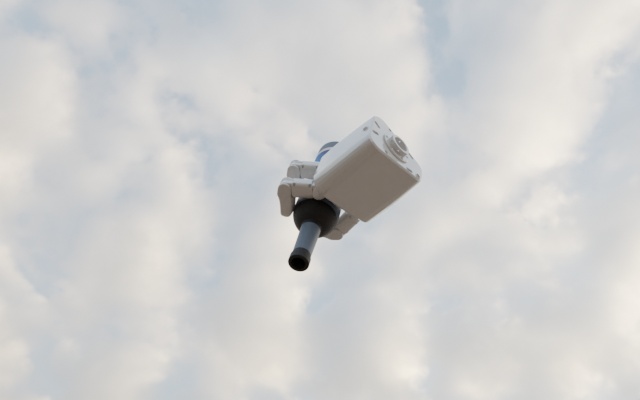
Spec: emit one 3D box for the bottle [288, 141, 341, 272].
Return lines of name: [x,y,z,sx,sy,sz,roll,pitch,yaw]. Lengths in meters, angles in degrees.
bottle: [0.000,0.002,0.719,0.069,0.069,0.295,0,31,13]
